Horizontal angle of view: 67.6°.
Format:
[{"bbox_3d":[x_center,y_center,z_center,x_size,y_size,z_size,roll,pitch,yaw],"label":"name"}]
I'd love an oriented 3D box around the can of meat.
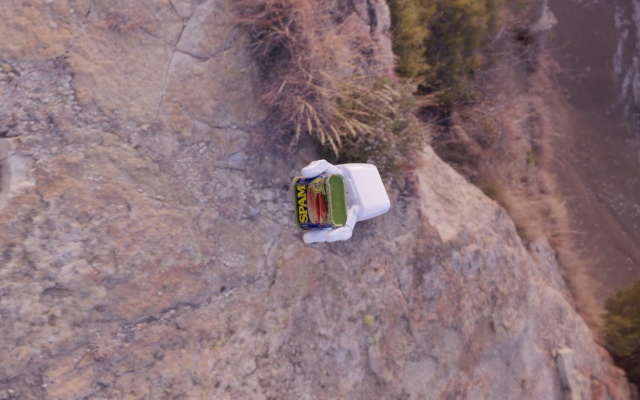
[{"bbox_3d":[0.000,0.003,0.873,0.084,0.102,0.057,-5,-1,39],"label":"can of meat"}]
